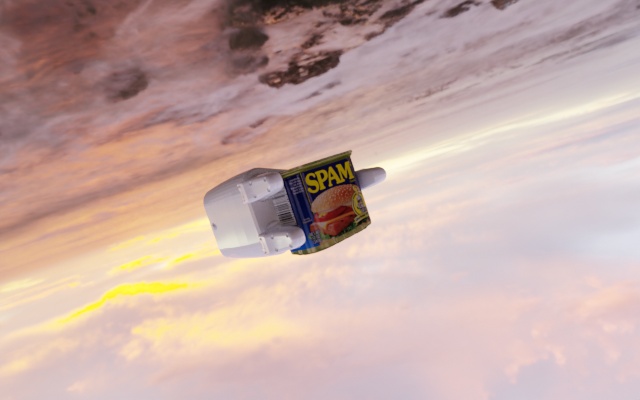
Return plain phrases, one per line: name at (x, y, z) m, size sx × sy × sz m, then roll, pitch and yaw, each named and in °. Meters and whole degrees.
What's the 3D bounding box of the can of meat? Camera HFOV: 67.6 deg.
can of meat at (0.000, 0.002, 0.492) m, size 0.057 × 0.084 × 0.102 m, roll -15°, pitch 5°, yaw 45°
